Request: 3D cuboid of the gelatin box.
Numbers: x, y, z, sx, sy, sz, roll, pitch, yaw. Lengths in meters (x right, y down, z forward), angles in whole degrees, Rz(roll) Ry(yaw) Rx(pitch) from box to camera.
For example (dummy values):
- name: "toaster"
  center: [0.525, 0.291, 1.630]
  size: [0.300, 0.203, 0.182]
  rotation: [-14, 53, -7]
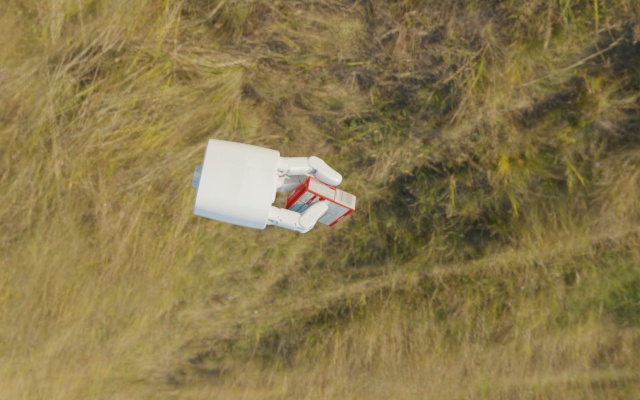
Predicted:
- name: "gelatin box"
  center: [0.000, 0.003, 0.757]
  size: [0.089, 0.030, 0.073]
  rotation: [23, -34, -20]
